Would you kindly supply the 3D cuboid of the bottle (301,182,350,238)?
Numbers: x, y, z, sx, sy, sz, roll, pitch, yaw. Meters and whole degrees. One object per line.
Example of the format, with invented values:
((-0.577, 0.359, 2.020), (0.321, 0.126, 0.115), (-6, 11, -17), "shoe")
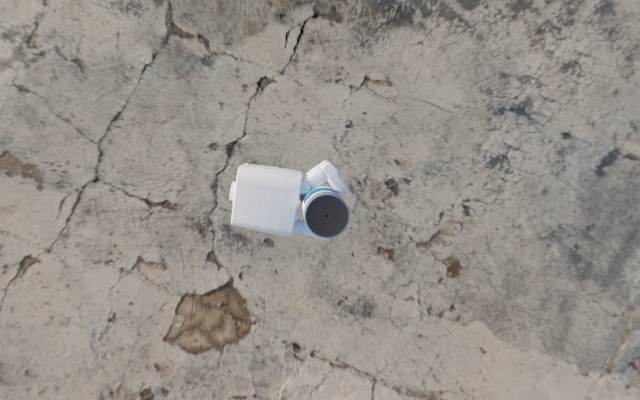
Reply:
((0.000, 0.003, 0.834), (0.069, 0.069, 0.295), (0, 8, -4), "bottle")
